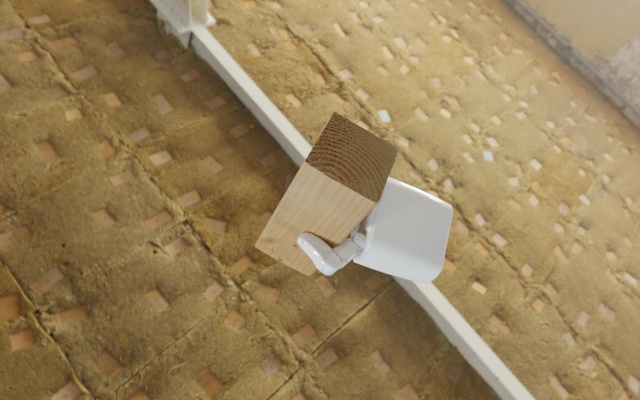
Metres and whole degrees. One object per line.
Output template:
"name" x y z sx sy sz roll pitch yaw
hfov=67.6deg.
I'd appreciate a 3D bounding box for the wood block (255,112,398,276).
"wood block" 0.000 0.002 0.596 0.090 0.090 0.206 30 -38 -4
